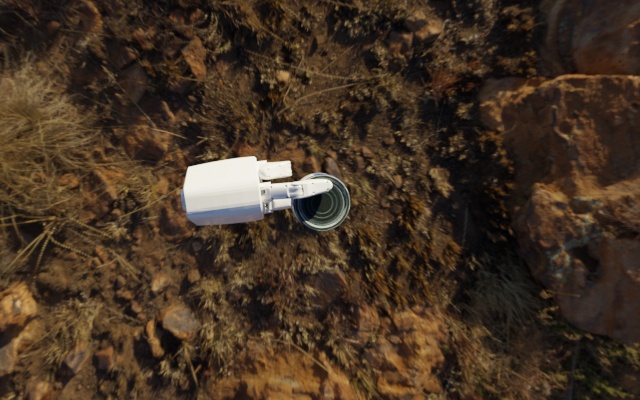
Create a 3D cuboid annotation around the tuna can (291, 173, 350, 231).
[{"bbox_3d":[0.000,0.002,0.707,0.086,0.086,0.034,0,5,-11],"label":"tuna can"}]
